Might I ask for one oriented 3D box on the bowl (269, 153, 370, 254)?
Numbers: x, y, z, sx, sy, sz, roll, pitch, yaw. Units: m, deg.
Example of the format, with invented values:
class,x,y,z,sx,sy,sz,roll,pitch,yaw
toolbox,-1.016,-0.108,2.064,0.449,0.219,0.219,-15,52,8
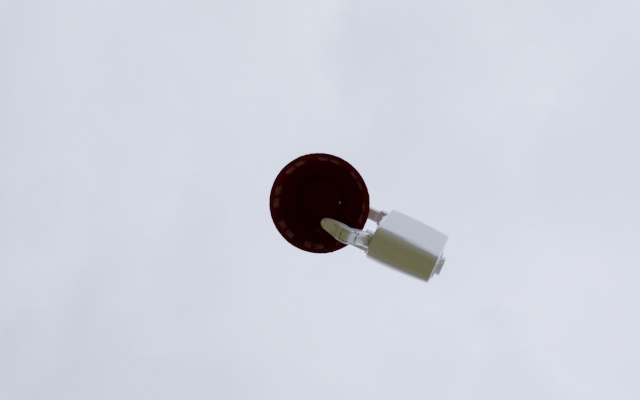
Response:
class,x,y,z,sx,sy,sz,roll,pitch,yaw
bowl,-0.001,0.002,0.781,0.162,0.162,0.055,0,7,6
